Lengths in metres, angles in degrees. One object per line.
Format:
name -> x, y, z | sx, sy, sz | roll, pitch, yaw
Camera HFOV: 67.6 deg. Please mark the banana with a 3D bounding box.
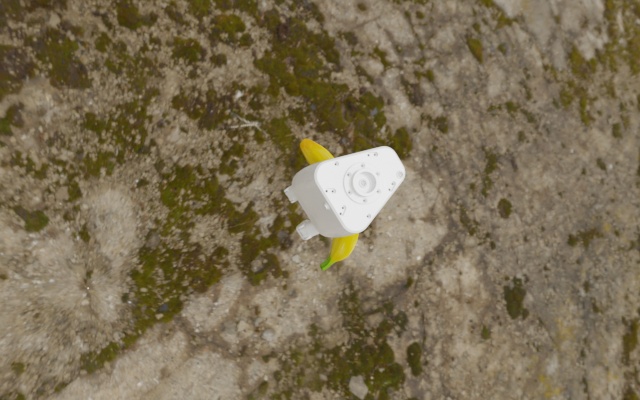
banana -> 0.019, 0.003, 0.701 | 0.069, 0.198, 0.037 | -9, 1, -6
